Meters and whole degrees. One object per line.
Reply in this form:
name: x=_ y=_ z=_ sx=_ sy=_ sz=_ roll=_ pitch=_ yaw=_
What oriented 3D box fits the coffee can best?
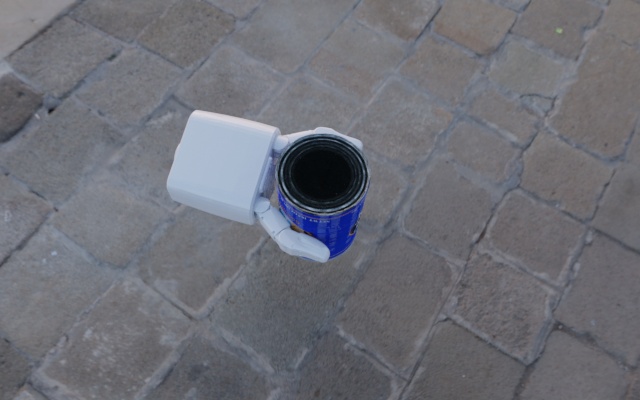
coffee can: x=0.000 y=0.002 z=0.570 sx=0.103 sy=0.102 sz=0.140 roll=0 pitch=-27 yaw=-3
